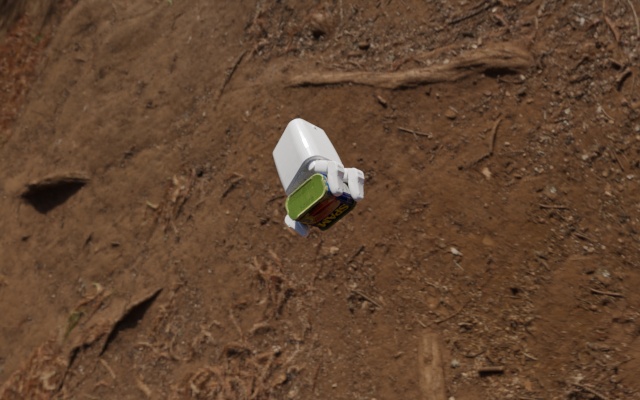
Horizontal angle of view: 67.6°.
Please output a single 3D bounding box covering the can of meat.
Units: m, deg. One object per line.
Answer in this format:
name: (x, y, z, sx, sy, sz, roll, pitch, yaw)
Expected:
can of meat: (0.000, 0.003, 0.852, 0.102, 0.057, 0.084, -40, -37, 27)
